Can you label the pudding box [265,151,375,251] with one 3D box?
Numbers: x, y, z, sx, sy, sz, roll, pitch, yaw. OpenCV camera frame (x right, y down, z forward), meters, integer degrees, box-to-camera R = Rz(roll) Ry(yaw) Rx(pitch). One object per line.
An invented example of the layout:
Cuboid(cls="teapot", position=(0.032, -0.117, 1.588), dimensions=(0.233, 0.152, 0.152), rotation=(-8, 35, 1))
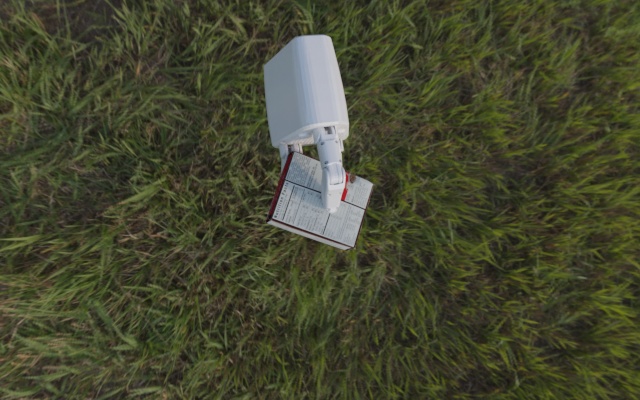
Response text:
Cuboid(cls="pudding box", position=(0.000, 0.002, 0.580), dimensions=(0.113, 0.090, 0.039), rotation=(20, -11, -11))
